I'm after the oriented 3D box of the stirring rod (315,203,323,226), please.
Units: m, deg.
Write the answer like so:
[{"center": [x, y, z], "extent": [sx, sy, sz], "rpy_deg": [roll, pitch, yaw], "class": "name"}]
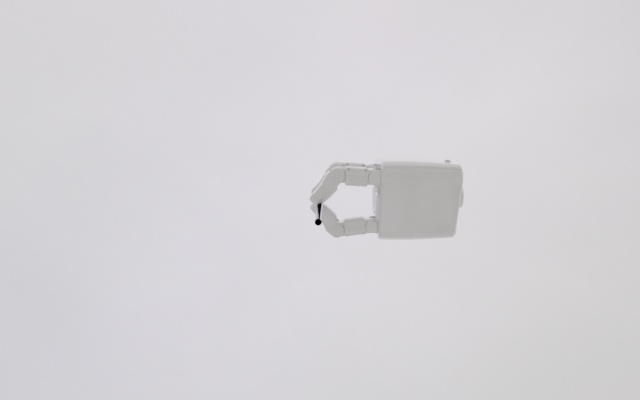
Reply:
[{"center": [0.000, 0.002, 0.653], "extent": [0.011, 0.011, 0.239], "rpy_deg": [0, 11, 1], "class": "stirring rod"}]
